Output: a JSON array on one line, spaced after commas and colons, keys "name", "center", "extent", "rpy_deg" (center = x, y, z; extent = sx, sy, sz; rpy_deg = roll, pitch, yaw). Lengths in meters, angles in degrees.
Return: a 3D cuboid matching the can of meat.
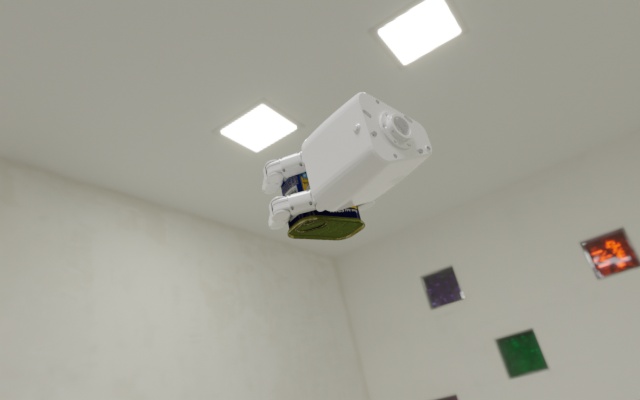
[{"name": "can of meat", "center": [0.000, 0.002, 0.625], "extent": [0.102, 0.084, 0.057], "rpy_deg": [5, -30, -35]}]
